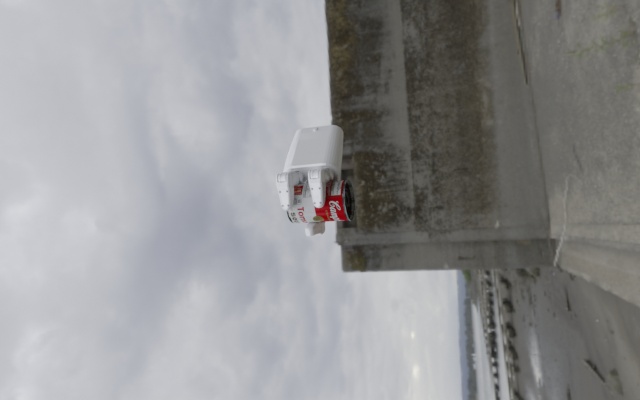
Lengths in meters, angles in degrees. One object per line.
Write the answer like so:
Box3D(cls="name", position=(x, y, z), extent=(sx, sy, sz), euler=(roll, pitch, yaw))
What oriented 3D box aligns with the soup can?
Box3D(cls="soup can", position=(0.000, 0.003, 0.799), extent=(0.102, 0.068, 0.068), euler=(-4, -1, 17))
